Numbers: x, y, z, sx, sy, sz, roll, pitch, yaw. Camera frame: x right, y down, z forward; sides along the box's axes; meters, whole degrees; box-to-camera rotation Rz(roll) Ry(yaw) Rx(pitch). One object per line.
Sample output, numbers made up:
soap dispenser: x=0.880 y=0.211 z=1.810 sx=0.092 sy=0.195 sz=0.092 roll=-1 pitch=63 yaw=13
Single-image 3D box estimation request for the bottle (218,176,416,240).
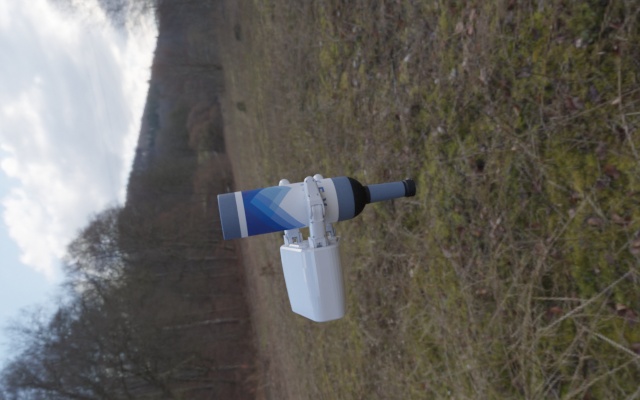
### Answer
bottle: x=0.000 y=0.002 z=0.714 sx=0.296 sy=0.069 sz=0.069 roll=-9 pitch=2 yaw=-10
